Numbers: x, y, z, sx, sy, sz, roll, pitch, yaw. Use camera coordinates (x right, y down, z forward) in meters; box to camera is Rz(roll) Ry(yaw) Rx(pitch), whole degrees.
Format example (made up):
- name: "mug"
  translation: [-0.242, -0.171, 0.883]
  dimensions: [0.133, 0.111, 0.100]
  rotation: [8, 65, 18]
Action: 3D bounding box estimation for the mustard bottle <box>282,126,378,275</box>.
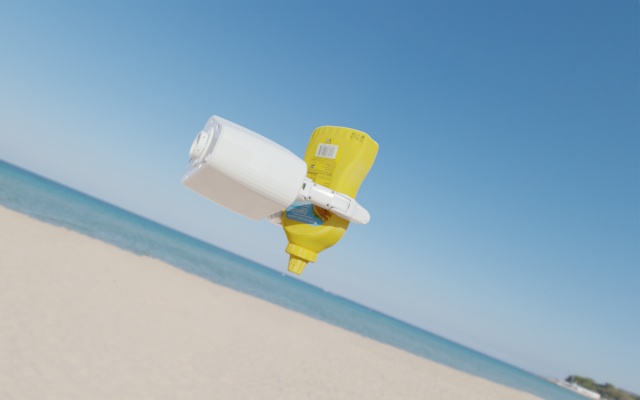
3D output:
- name: "mustard bottle"
  translation: [0.000, 0.002, 0.609]
  dimensions: [0.096, 0.191, 0.058]
  rotation: [14, -12, 39]
